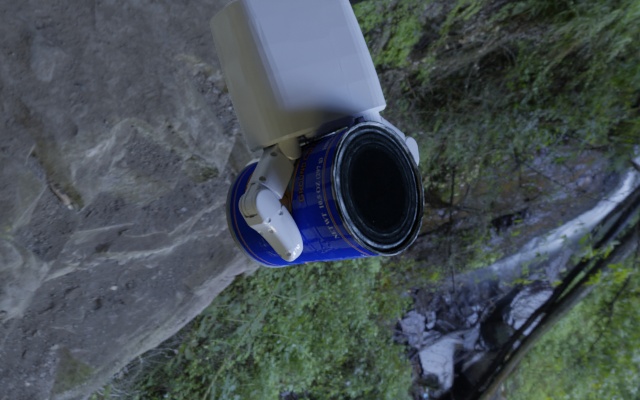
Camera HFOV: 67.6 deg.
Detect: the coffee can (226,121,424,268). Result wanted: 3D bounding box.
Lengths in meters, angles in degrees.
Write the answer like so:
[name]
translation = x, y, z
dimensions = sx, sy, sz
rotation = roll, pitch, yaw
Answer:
[coffee can]
translation = 0.000, 0.002, 0.405
dimensions = 0.103, 0.103, 0.140
rotation = 0, -9, -43
